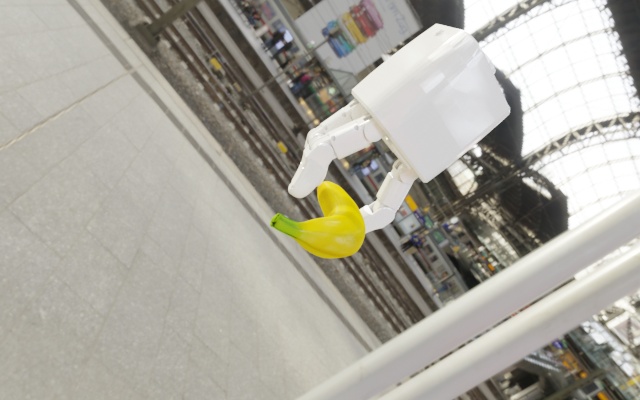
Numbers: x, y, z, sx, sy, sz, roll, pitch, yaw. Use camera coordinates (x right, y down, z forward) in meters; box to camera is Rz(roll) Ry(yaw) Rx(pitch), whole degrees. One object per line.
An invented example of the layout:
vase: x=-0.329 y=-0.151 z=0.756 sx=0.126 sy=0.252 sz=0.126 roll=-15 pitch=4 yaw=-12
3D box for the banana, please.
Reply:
banana: x=0.012 y=0.015 z=0.441 sx=0.037 sy=0.069 sz=0.198 roll=-44 pitch=-1 yaw=12
